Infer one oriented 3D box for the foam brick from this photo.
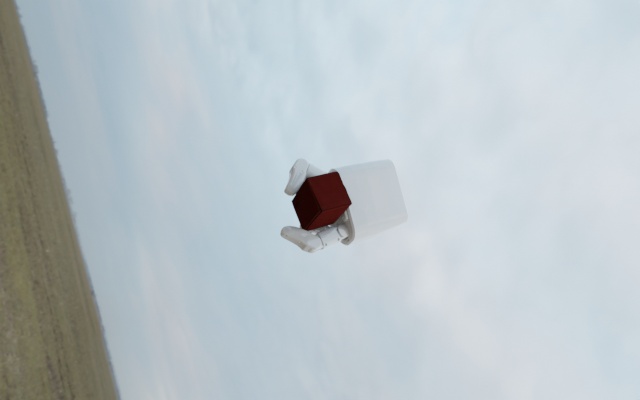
[{"bbox_3d":[0.000,0.002,0.671,0.051,0.053,0.078,-14,-19,-26],"label":"foam brick"}]
